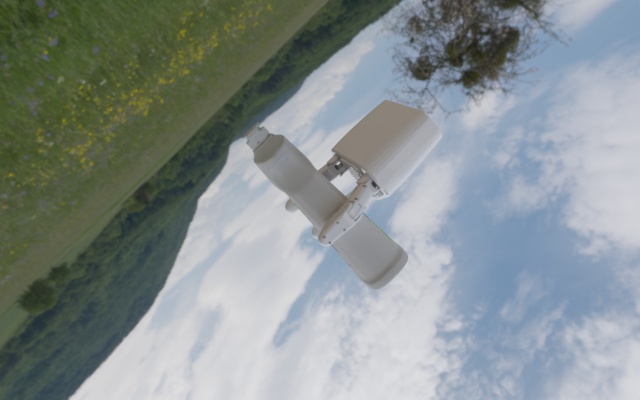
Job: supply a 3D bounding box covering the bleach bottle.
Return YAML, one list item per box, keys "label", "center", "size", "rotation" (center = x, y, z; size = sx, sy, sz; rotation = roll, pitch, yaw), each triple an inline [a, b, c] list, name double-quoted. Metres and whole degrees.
- label: "bleach bottle"
  center: [0.000, 0.002, 0.609]
  size: [0.251, 0.068, 0.102]
  rotation: [46, -3, -17]
